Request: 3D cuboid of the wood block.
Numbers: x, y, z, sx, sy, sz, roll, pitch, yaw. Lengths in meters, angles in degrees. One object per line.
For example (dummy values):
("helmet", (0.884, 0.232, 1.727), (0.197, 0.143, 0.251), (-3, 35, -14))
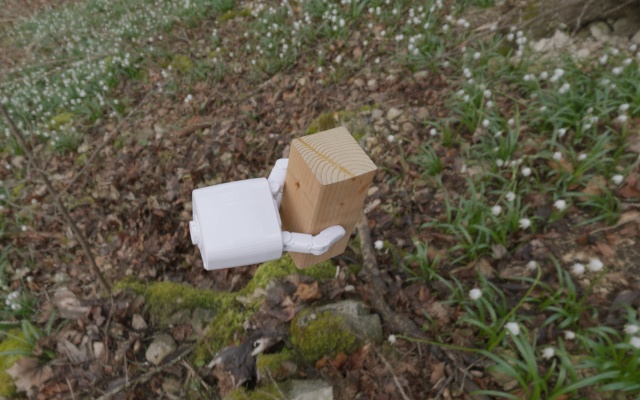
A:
("wood block", (0.000, 0.003, 0.721), (0.090, 0.090, 0.206), (-18, -32, -26))
